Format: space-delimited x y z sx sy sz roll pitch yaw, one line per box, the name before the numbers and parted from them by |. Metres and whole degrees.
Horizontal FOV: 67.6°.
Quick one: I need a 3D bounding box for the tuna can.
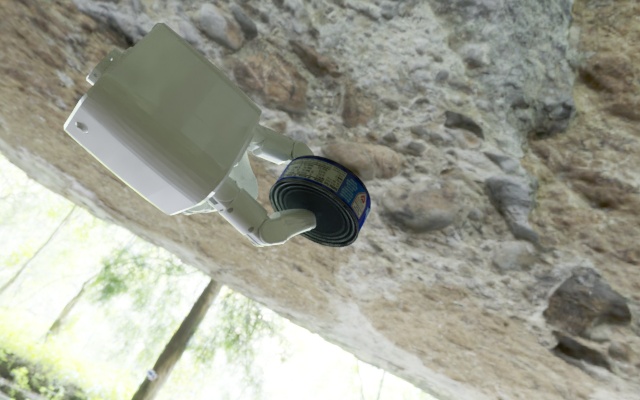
tuna can | 0.000 0.001 0.419 0.086 0.033 0.086 21 -33 15
